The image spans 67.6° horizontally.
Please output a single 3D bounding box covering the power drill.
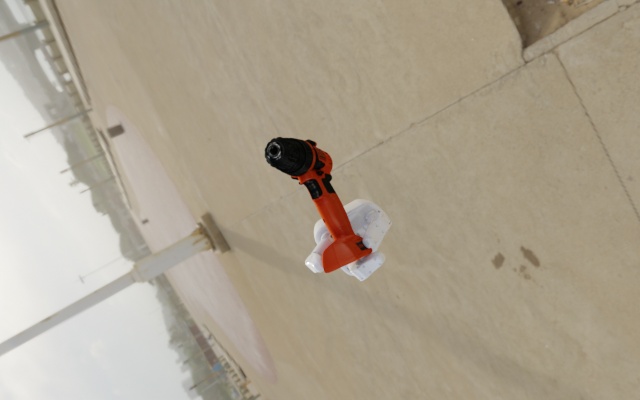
[{"bbox_3d":[0.000,0.003,0.658,0.057,0.187,0.184,-26,-9,18],"label":"power drill"}]
